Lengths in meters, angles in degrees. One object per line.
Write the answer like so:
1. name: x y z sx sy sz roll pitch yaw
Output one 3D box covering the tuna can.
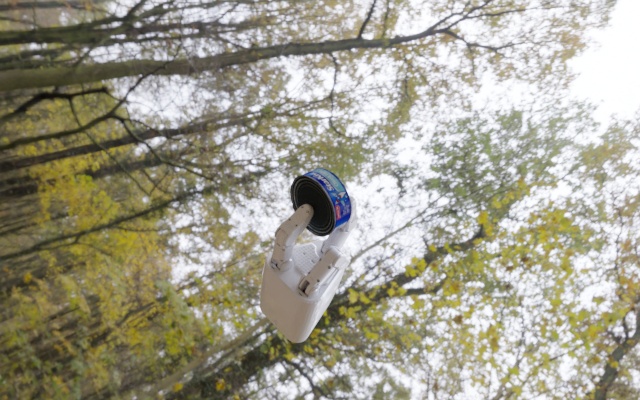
1. tuna can: 0.001 0.002 0.624 0.033 0.086 0.086 -27 16 -34
